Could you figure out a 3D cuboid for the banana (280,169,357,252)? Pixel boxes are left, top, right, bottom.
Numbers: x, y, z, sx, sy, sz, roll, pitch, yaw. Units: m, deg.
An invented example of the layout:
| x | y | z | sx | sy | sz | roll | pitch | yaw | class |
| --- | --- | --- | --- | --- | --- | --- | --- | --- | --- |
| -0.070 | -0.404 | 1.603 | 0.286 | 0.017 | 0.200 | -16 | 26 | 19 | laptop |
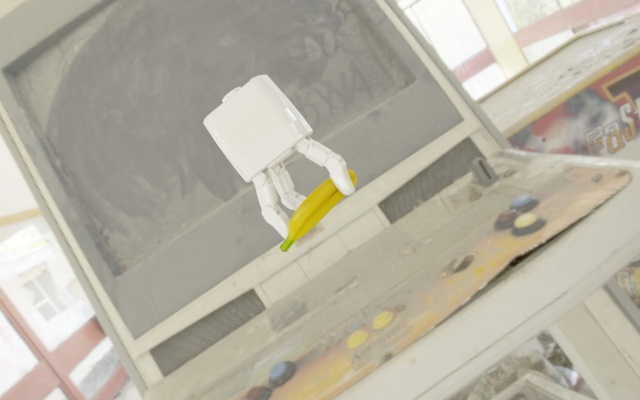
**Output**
| x | y | z | sx | sy | sz | roll | pitch | yaw | class |
| --- | --- | --- | --- | --- | --- | --- | --- | --- | --- |
| 0.007 | -0.004 | 0.697 | 0.197 | 0.037 | 0.070 | -43 | 0 | -41 | banana |
